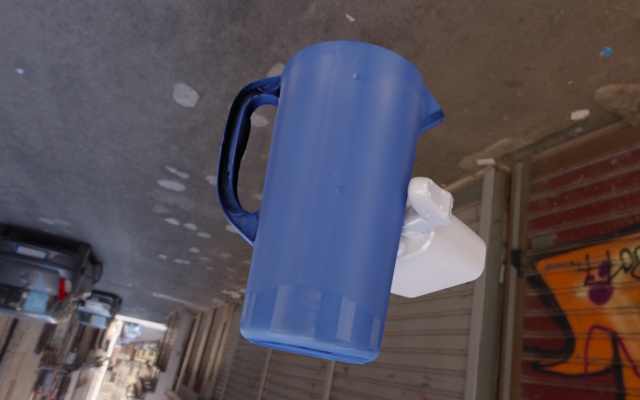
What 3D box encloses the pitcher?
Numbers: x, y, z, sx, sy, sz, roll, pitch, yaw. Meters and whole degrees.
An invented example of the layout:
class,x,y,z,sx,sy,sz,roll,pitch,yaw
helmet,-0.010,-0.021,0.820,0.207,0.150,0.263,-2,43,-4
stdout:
class,x,y,z,sx,sy,sz,roll,pitch,yaw
pitcher,0.000,0.001,0.401,0.145,0.242,0.149,27,-26,-38
